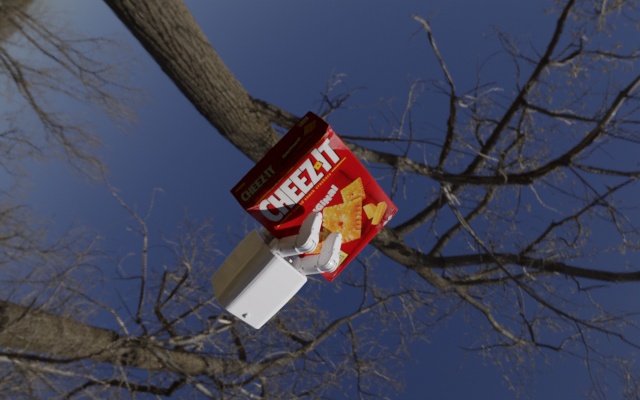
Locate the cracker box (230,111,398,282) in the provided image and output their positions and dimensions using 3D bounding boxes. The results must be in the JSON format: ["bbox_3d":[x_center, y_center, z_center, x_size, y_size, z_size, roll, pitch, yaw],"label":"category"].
[{"bbox_3d":[0.000,0.002,0.717,0.214,0.164,0.072,46,-2,-39],"label":"cracker box"}]
